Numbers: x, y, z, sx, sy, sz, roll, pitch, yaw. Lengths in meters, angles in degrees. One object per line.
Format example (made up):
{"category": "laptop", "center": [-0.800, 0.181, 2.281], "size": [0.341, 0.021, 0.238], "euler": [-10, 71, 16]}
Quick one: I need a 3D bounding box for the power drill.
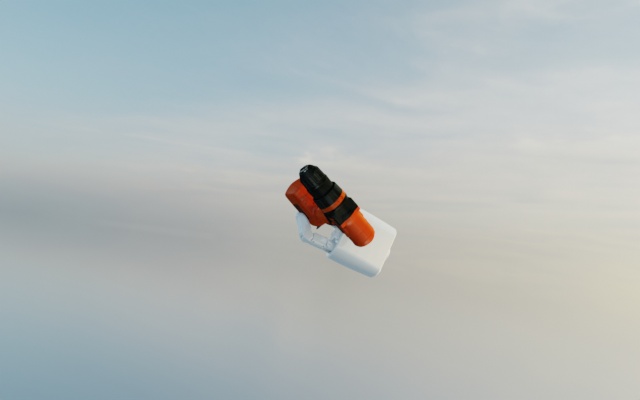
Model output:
{"category": "power drill", "center": [0.000, 0.003, 0.887], "size": [0.057, 0.184, 0.187], "euler": [-45, 21, -12]}
